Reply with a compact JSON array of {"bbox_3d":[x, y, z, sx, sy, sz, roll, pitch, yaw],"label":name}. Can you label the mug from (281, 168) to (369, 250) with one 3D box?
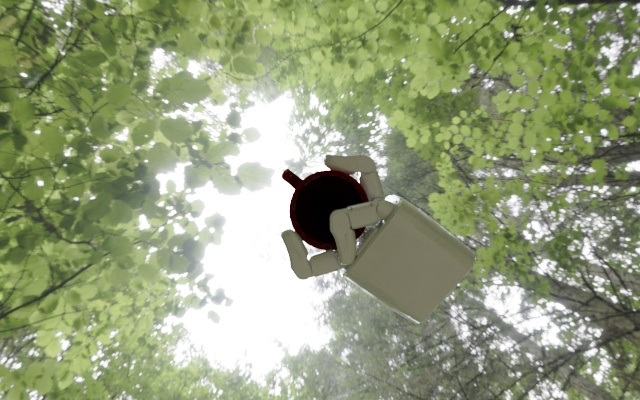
[{"bbox_3d":[-0.001,0.001,0.585,0.117,0.093,0.081,36,3,-3],"label":"mug"}]
